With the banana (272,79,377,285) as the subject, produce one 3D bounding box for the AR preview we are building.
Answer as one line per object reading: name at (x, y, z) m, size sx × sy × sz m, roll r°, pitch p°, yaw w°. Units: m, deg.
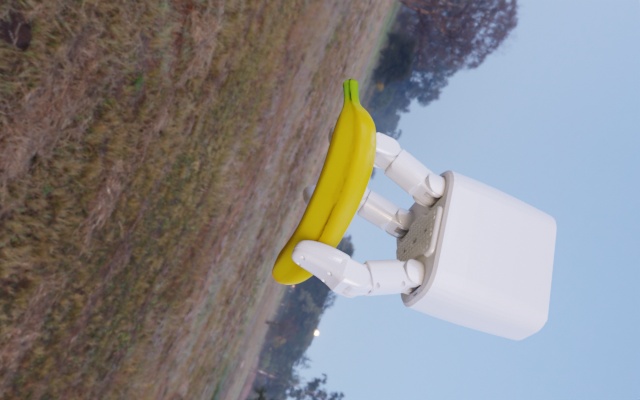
banana at (0.002, 0.008, 0.383) m, size 0.037 × 0.198 × 0.069 m, roll 17°, pitch 27°, yaw -13°
